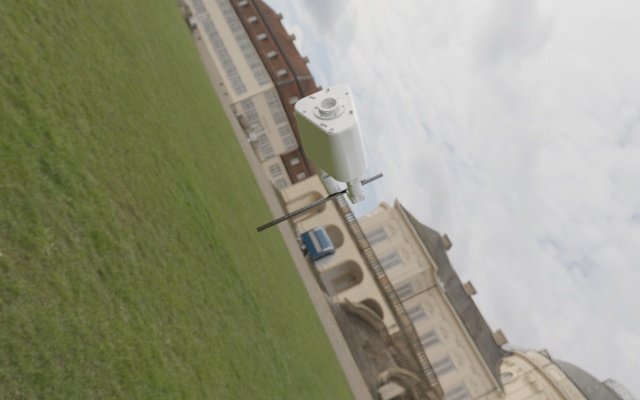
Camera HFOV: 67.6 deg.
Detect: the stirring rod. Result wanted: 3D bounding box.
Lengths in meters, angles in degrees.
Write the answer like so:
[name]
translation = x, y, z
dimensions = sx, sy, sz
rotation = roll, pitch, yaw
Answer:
[stirring rod]
translation = 0.000, 0.003, 0.834
dimensions = 0.239, 0.011, 0.011
rotation = -24, 2, -6
